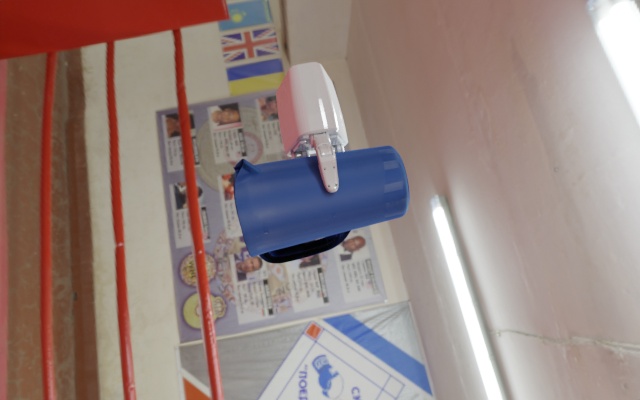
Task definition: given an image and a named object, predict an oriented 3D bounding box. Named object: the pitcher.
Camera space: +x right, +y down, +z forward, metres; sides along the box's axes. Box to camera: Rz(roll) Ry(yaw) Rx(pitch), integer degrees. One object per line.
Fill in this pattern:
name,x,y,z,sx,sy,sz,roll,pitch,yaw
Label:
pitcher,0.000,0.002,0.702,0.243,0.145,0.149,-11,-10,-4
